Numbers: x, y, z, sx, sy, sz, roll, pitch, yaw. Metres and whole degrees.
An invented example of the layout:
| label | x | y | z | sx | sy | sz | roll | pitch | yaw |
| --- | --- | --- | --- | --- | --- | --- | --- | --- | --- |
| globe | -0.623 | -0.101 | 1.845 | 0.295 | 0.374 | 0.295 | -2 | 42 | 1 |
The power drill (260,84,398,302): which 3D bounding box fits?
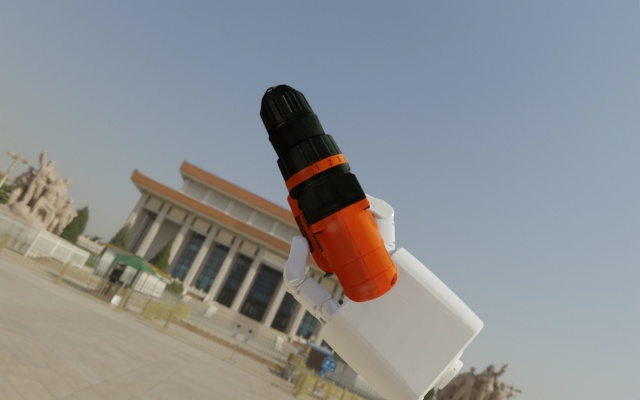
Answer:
| label | x | y | z | sx | sy | sz | roll | pitch | yaw |
| --- | --- | --- | --- | --- | --- | --- | --- | --- | --- |
| power drill | 0.000 | 0.002 | 0.442 | 0.057 | 0.184 | 0.188 | -25 | -6 | -4 |
